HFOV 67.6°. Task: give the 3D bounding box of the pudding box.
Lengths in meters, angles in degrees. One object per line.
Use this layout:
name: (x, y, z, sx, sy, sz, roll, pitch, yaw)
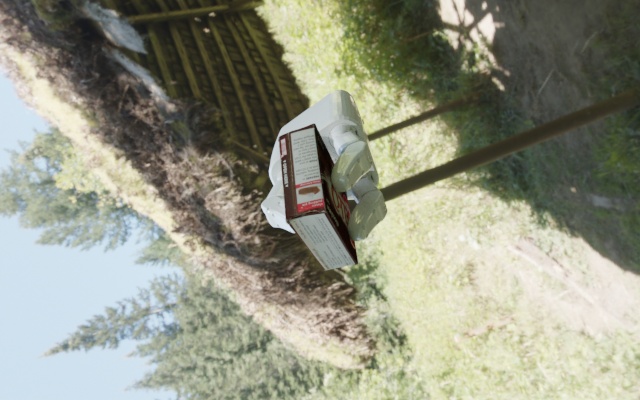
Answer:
pudding box: (0.000, 0.001, 0.433, 0.039, 0.090, 0.113, -16, -33, 12)
